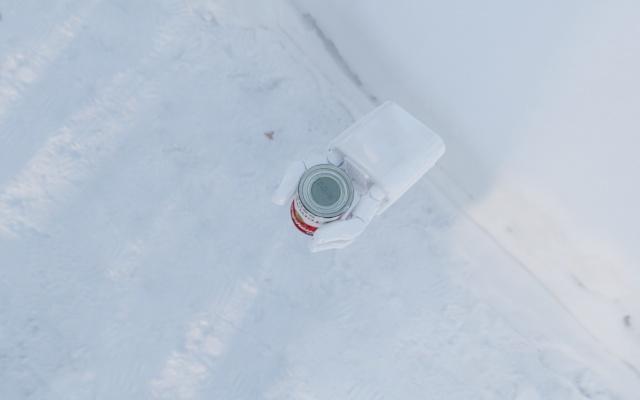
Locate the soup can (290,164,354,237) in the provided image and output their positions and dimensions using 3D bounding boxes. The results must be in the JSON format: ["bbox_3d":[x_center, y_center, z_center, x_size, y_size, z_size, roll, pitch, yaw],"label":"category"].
[{"bbox_3d":[0.000,0.002,0.597,0.068,0.068,0.102,0,-16,-8],"label":"soup can"}]
